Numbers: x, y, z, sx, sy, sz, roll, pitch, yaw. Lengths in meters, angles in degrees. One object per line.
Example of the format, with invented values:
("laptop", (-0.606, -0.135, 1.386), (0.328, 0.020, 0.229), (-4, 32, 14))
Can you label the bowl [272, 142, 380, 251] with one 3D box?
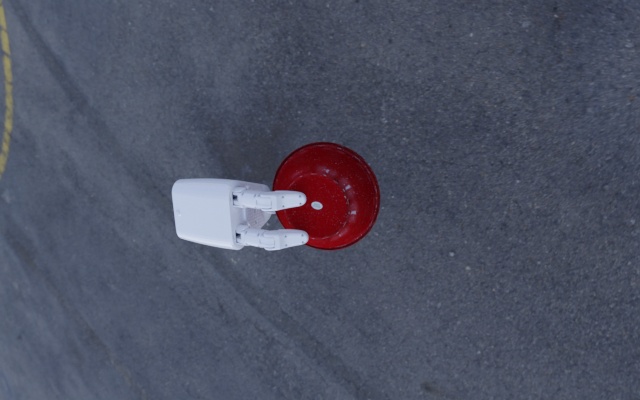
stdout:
("bowl", (0.001, 0.002, 0.664), (0.162, 0.162, 0.055), (0, 15, 14))
